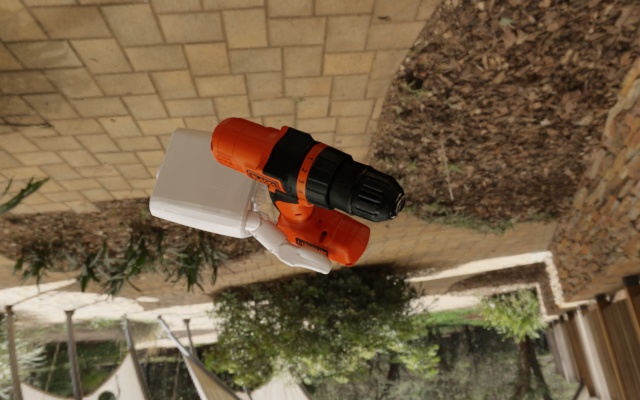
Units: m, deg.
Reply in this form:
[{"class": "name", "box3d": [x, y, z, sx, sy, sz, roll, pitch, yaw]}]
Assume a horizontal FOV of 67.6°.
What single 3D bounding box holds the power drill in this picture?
[{"class": "power drill", "box3d": [0.000, 0.002, 0.468, 0.184, 0.057, 0.188, 24, -20, 23]}]
